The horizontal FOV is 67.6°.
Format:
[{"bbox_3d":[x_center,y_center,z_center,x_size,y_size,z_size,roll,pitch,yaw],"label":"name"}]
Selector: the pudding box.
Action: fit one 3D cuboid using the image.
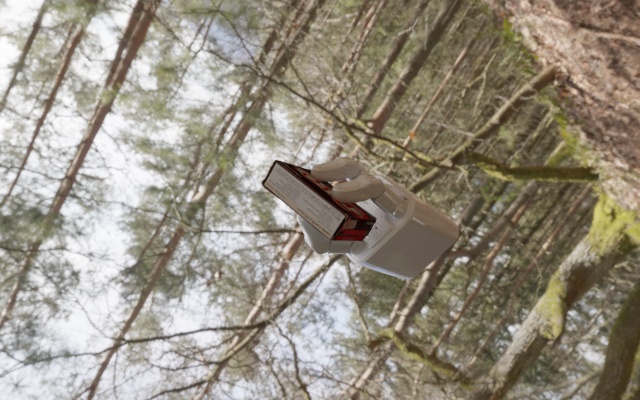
[{"bbox_3d":[0.000,0.002,0.550,0.113,0.039,0.090,36,10,24],"label":"pudding box"}]
